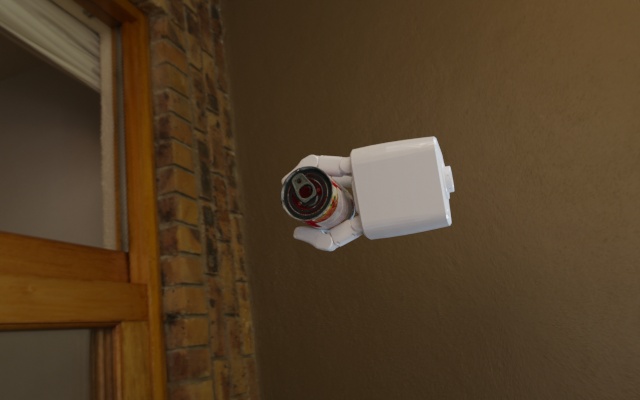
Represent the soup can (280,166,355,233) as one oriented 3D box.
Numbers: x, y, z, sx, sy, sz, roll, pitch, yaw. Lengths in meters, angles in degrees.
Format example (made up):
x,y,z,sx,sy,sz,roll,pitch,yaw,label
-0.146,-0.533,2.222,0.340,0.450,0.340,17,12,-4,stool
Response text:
x,y,z,sx,sy,sz,roll,pitch,yaw,label
0.000,0.002,0.616,0.068,0.068,0.102,0,-13,21,soup can
